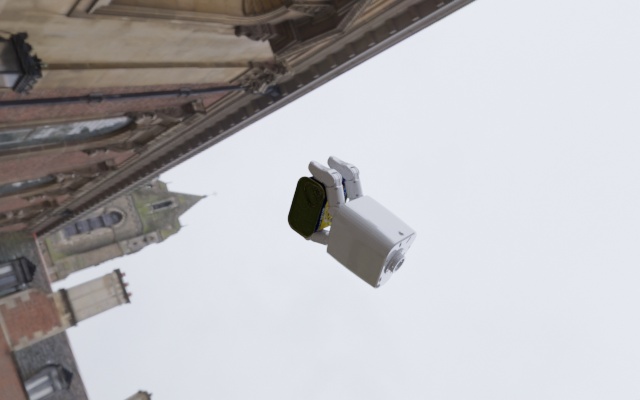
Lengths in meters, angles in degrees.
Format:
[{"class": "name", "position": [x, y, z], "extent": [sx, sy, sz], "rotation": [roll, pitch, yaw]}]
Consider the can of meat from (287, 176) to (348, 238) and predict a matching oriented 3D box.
[{"class": "can of meat", "position": [0.000, 0.003, 0.801], "extent": [0.057, 0.102, 0.084], "rotation": [33, 32, 28]}]
